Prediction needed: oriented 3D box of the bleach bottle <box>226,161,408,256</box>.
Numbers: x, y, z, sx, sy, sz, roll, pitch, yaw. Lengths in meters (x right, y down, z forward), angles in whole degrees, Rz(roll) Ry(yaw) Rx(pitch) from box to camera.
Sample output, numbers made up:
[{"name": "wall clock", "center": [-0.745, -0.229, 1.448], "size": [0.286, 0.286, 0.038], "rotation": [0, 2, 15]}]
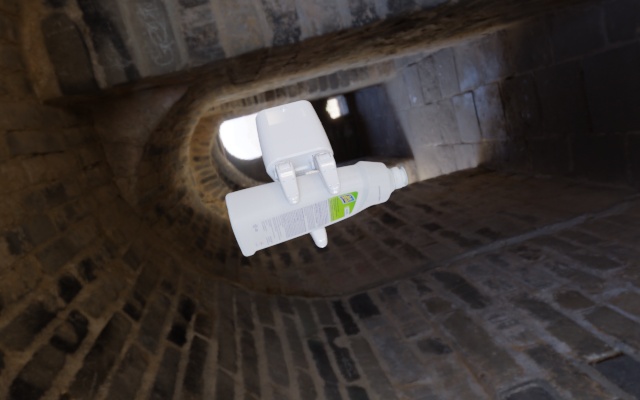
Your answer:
[{"name": "bleach bottle", "center": [0.000, 0.002, 0.678], "size": [0.251, 0.068, 0.103], "rotation": [-15, -32, -6]}]
